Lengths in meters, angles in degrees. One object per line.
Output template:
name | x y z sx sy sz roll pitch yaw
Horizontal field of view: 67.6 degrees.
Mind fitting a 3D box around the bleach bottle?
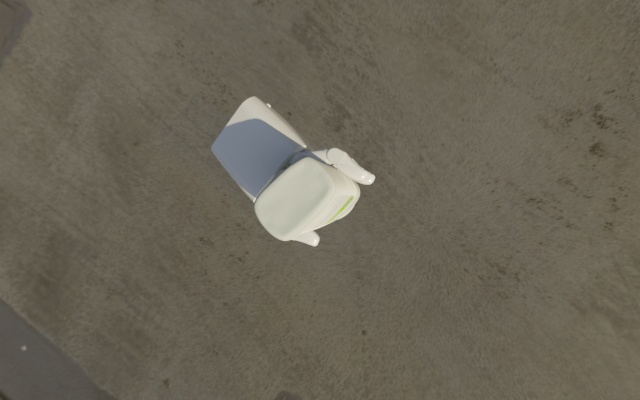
bleach bottle | 0.000 0.002 0.662 0.102 0.068 0.251 -43 -11 8
